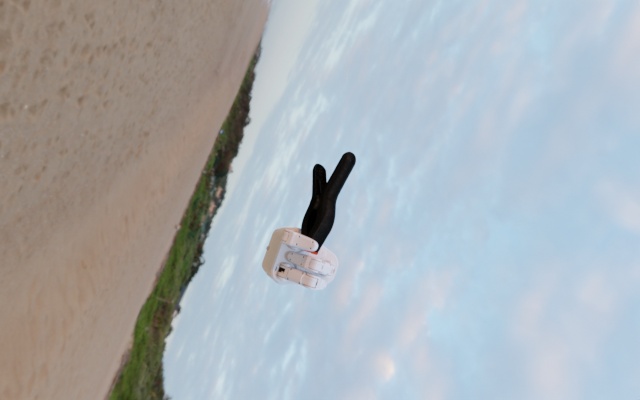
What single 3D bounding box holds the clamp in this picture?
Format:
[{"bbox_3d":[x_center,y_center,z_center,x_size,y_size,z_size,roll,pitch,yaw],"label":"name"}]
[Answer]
[{"bbox_3d":[0.001,0.003,0.792,0.039,0.171,0.120,24,-8,-18],"label":"clamp"}]
